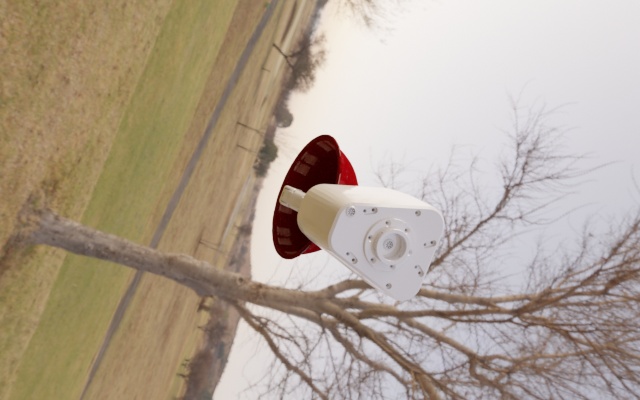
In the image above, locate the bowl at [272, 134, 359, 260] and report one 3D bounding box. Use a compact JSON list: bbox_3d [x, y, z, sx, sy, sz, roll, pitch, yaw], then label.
[{"bbox_3d":[0.000,0.002,0.599,0.055,0.162,0.162,20,-9,-27],"label":"bowl"}]
